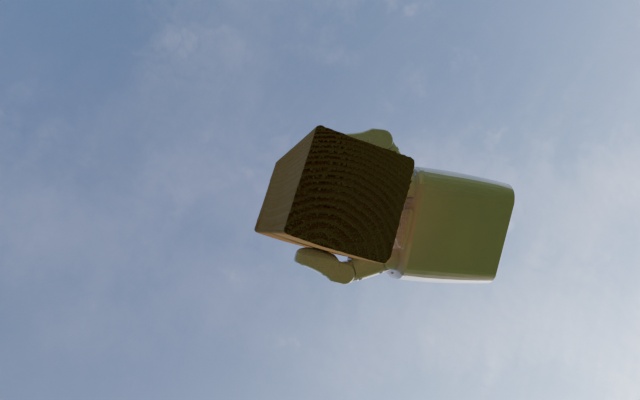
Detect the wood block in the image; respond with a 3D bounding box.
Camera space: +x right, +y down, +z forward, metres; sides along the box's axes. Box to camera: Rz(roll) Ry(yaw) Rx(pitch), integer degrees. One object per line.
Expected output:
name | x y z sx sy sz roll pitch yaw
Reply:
wood block | 0.000 0.002 0.470 0.090 0.091 0.206 18 -8 -12
